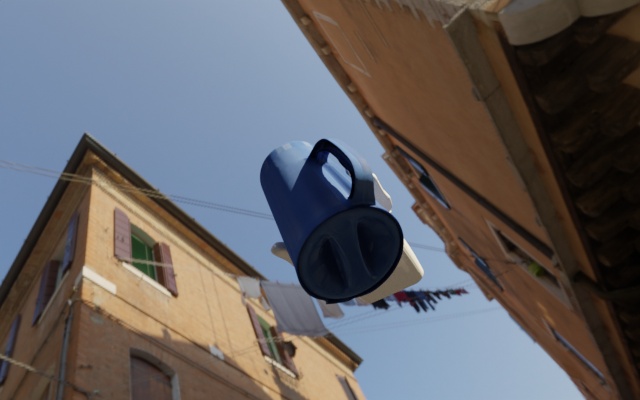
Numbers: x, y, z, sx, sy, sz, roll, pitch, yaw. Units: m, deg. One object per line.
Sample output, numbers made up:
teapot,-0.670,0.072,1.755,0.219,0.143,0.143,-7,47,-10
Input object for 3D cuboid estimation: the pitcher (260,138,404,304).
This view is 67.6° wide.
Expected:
pitcher,0.000,0.002,0.633,0.145,0.149,0.242,48,4,-36
